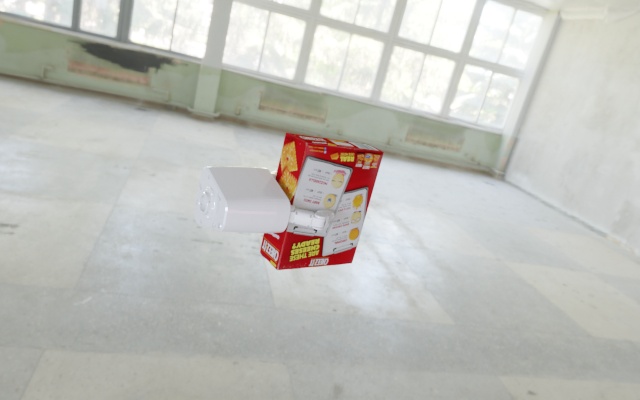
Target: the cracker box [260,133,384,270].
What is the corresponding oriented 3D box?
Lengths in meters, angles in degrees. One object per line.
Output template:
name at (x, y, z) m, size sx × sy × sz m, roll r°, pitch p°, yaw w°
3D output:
cracker box at (0.000, 0.003, 0.804) m, size 0.164 × 0.214 × 0.072 m, roll 1°, pitch 22°, yaw -37°
